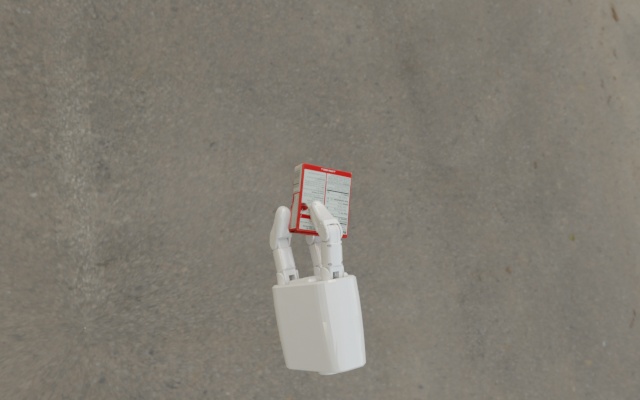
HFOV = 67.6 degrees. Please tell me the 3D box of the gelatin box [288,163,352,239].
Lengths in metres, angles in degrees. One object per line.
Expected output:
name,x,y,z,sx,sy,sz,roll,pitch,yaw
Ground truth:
gelatin box,0.000,0.002,0.618,0.073,0.089,0.030,9,-10,-26
